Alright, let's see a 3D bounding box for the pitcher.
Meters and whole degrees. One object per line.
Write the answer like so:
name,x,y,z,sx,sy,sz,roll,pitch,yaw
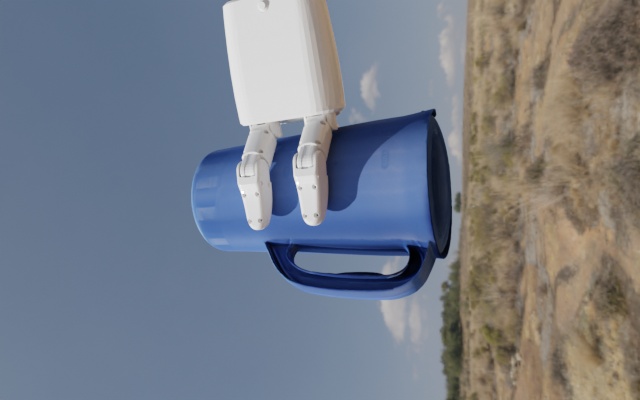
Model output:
pitcher,0.000,0.001,0.460,0.243,0.145,0.149,-4,13,22
